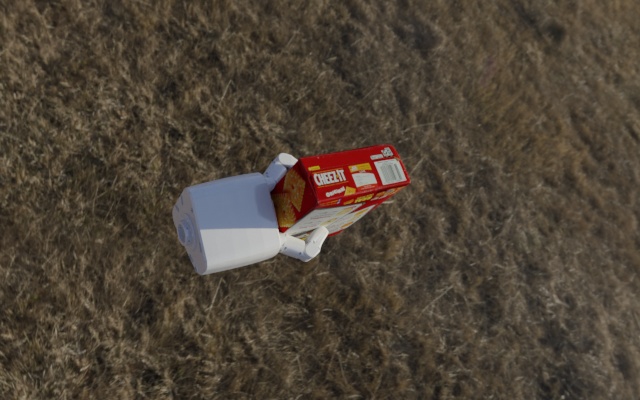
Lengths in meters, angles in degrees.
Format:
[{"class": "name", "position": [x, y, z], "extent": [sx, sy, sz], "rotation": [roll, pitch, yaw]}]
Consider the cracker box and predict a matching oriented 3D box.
[{"class": "cracker box", "position": [0.000, 0.002, 0.701], "extent": [0.164, 0.072, 0.214], "rotation": [-13, -16, -34]}]
